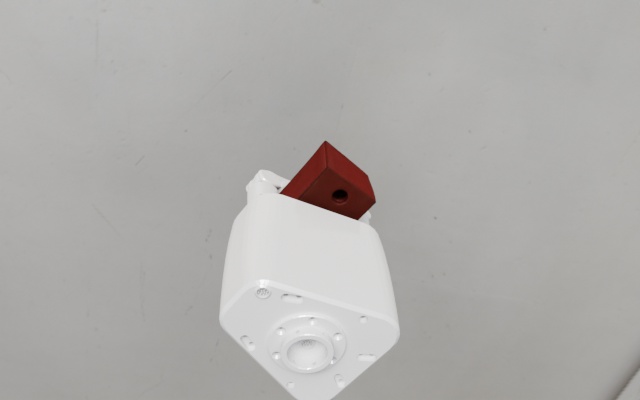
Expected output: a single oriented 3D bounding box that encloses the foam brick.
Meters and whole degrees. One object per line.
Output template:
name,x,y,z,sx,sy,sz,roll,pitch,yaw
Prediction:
foam brick,0.000,0.001,0.400,0.053,0.078,0.051,35,21,-19
